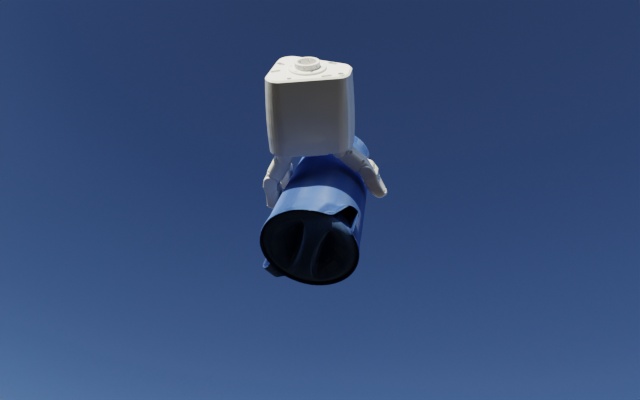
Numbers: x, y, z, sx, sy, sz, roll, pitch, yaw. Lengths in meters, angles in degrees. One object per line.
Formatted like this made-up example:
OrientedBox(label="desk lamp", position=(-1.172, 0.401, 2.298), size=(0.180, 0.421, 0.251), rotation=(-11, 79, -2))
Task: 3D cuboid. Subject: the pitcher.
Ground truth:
OrientedBox(label="pitcher", position=(0.000, 0.002, 0.714), size=(0.149, 0.145, 0.242), rotation=(3, 36, 12))
